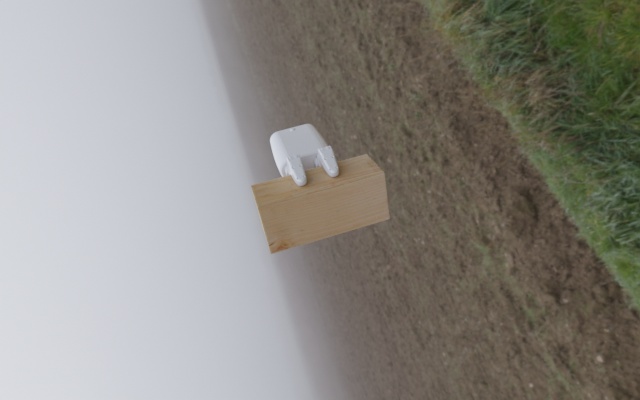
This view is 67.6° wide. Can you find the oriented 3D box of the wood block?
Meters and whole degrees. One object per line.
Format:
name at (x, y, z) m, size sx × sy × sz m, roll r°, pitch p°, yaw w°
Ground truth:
wood block at (0.000, 0.003, 0.794) m, size 0.206 × 0.091 × 0.090 m, roll -16°, pitch 30°, yaw -8°
